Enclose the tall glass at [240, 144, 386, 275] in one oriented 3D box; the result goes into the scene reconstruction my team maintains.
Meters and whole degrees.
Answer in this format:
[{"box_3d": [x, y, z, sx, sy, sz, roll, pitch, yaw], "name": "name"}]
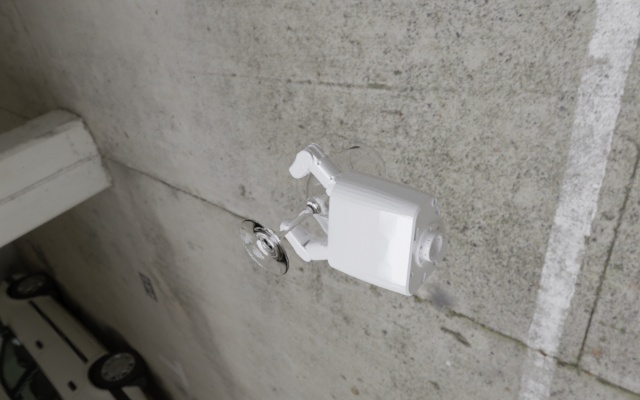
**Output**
[{"box_3d": [0.000, 0.002, 0.584, 0.079, 0.079, 0.201, 0, 31, 47], "name": "tall glass"}]
